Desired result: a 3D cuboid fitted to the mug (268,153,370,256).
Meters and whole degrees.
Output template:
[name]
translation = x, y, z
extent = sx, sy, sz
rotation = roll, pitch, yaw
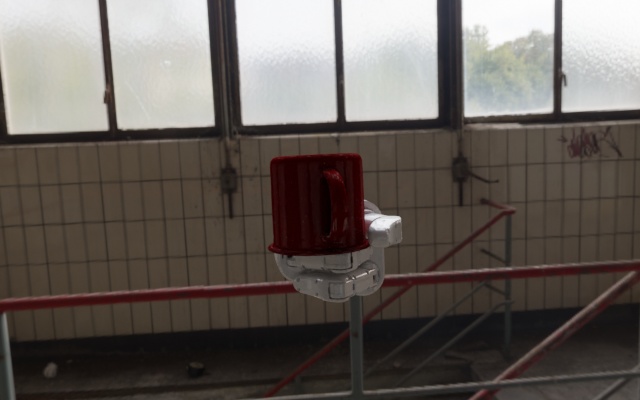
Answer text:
[mug]
translation = 0.000, 0.001, 0.410
extent = 0.093, 0.081, 0.117
rotation = -4, 5, -11
